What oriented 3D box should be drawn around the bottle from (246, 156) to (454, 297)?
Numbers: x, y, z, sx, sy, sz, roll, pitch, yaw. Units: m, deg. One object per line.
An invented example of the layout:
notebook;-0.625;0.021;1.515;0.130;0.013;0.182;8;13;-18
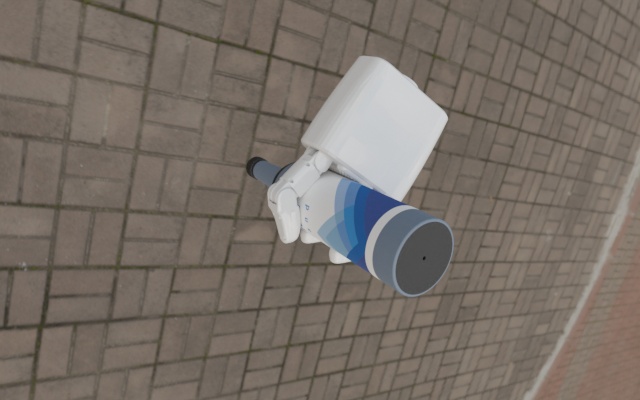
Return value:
bottle;0.000;0.002;0.487;0.069;0.069;0.295;0;17;-36
